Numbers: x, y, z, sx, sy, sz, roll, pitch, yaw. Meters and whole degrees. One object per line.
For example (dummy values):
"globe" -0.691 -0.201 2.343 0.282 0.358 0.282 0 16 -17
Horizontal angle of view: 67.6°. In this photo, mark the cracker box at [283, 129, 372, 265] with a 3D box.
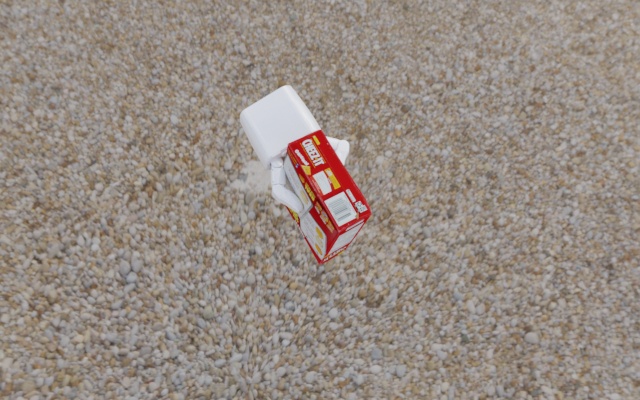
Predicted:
"cracker box" 0.000 0.003 0.824 0.072 0.164 0.214 -27 -15 -17
